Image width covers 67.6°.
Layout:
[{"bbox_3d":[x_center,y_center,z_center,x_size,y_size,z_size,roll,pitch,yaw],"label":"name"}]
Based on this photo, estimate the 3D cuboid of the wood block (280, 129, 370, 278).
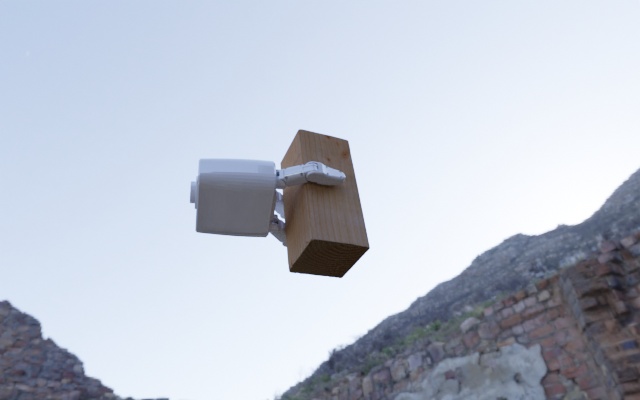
[{"bbox_3d":[0.000,0.002,0.724,0.090,0.206,0.091,10,-40,-23],"label":"wood block"}]
